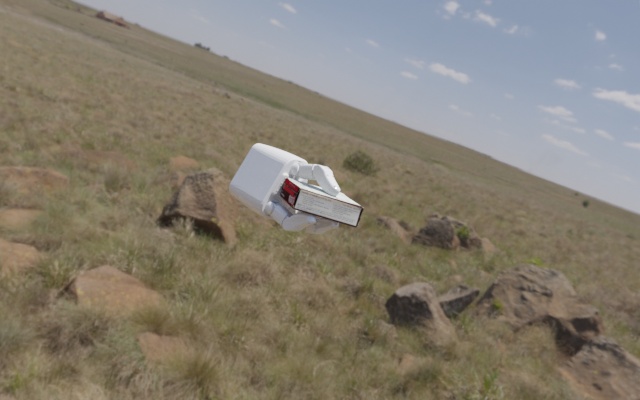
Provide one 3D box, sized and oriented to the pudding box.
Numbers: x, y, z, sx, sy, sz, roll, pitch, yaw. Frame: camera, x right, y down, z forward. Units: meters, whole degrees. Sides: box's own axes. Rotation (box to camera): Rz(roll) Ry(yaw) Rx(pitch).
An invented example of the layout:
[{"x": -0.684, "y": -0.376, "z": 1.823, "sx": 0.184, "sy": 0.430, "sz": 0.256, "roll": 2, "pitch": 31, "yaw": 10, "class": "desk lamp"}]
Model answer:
[{"x": 0.000, "y": 0.002, "z": 0.758, "sx": 0.113, "sy": 0.039, "sz": 0.090, "roll": 15, "pitch": 9, "yaw": -20, "class": "pudding box"}]
